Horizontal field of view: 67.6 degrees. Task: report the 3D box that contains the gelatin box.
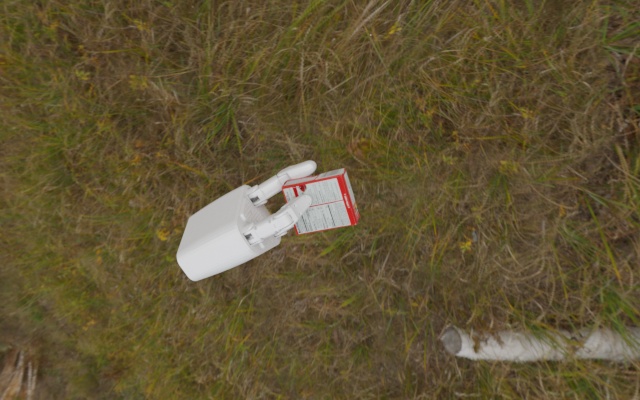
[{"bbox_3d":[0.000,0.002,0.641,0.089,0.073,0.030,-11,20,19],"label":"gelatin box"}]
